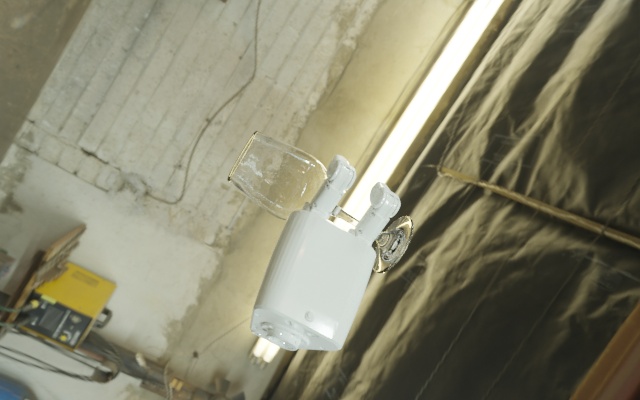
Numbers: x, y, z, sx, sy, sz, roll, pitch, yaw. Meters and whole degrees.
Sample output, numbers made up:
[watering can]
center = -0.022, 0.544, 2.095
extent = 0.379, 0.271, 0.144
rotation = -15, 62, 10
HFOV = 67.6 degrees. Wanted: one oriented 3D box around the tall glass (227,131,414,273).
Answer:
[tall glass]
center = 0.001, 0.002, 0.526
extent = 0.201, 0.079, 0.079
rotation = 31, -8, -13
